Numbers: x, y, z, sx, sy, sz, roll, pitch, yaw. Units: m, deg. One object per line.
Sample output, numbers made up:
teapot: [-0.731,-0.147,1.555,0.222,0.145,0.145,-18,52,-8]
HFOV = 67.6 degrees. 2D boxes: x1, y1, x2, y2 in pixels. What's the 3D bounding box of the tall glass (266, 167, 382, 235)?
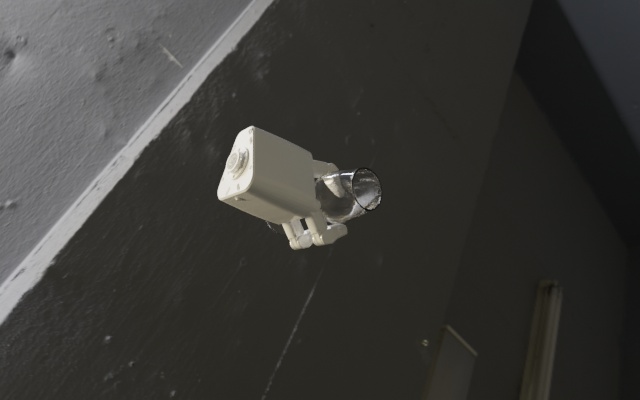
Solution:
tall glass: [0.000,0.003,0.736,0.079,0.079,0.201,0,-11,-42]
